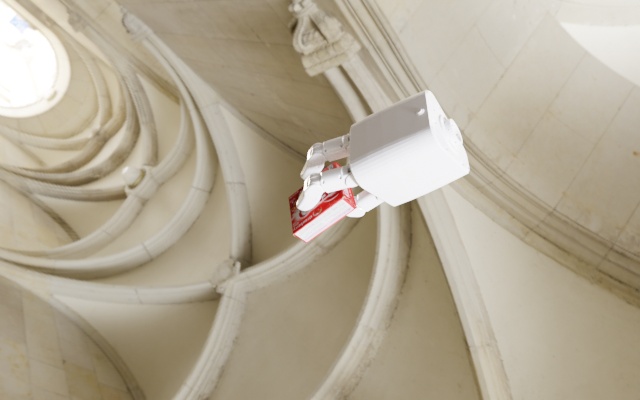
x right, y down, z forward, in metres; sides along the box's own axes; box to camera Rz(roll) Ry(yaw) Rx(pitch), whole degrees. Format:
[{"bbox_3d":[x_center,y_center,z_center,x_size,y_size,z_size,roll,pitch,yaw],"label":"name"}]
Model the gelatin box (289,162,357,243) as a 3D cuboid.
[{"bbox_3d":[0.000,0.002,0.629,0.089,0.073,0.030,-37,-52,22],"label":"gelatin box"}]
